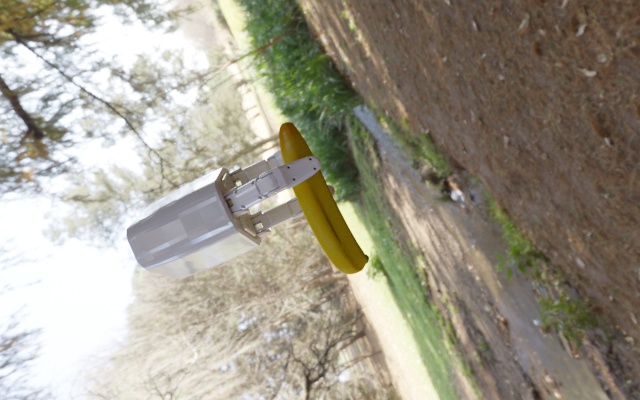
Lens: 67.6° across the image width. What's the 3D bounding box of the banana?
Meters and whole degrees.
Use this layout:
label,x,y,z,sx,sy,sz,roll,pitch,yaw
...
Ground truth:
label,x,y,z,sx,sy,sz,roll,pitch,yaw
banana,0.003,0.012,0.508,0.037,0.198,0.069,-26,23,6
